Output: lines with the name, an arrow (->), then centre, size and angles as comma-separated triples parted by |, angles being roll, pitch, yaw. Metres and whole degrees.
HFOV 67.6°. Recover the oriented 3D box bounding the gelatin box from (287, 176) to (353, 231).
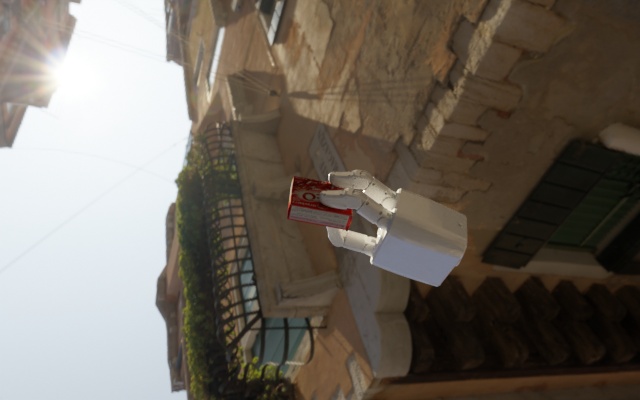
gelatin box -> 0.000, 0.003, 0.680 | 0.089, 0.030, 0.073 | 10, 35, -5
